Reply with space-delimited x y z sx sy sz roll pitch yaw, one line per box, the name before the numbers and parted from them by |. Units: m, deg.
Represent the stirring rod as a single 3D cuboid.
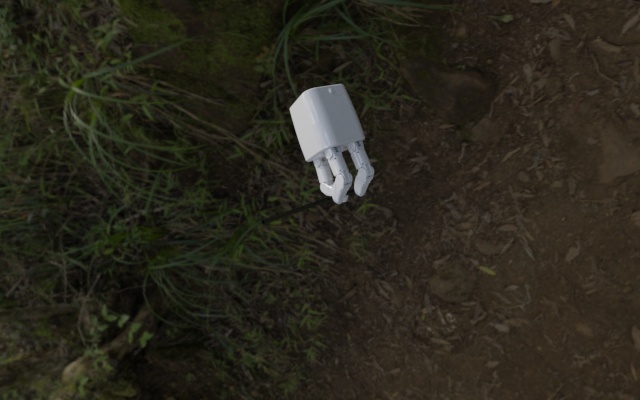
stirring rod | 0.000 0.003 0.816 0.239 0.011 0.011 -19 12 -38
